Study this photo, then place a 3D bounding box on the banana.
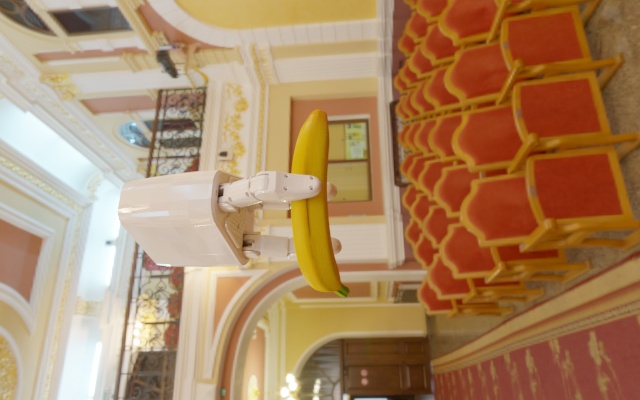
[{"bbox_3d":[-0.005,0.006,0.474,0.037,0.198,0.069,-5,3,18],"label":"banana"}]
